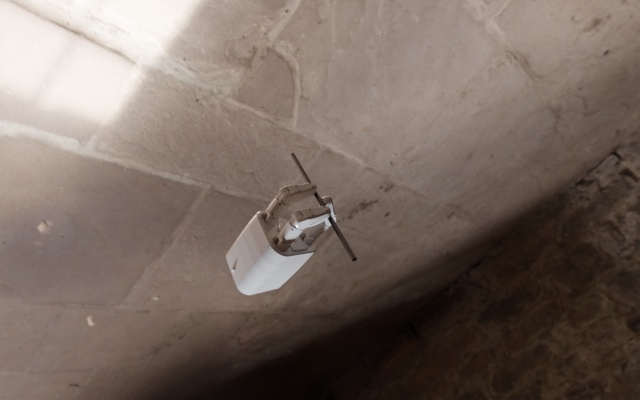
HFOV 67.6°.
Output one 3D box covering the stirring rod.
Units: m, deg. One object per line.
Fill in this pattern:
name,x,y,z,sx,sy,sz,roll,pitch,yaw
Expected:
stirring rod,0.000,0.002,0.756,0.011,0.011,0.239,0,43,-34
